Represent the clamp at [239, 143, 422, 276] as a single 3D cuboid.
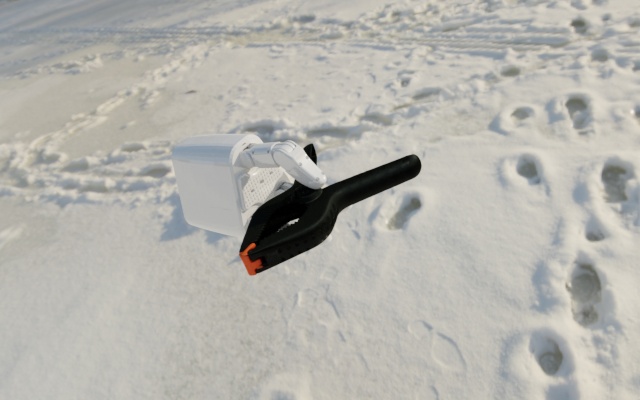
[{"bbox_3d":[-0.001,0.001,0.502,0.164,0.036,0.210,5,39,35],"label":"clamp"}]
